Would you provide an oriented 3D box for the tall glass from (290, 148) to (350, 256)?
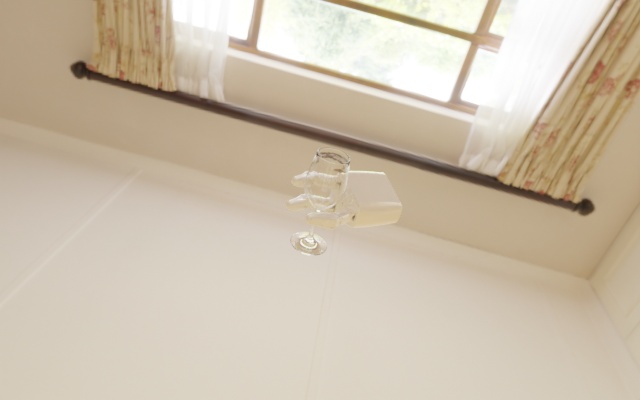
[{"bbox_3d":[0.000,0.004,0.898,0.079,0.201,0.079,12,31,-7],"label":"tall glass"}]
